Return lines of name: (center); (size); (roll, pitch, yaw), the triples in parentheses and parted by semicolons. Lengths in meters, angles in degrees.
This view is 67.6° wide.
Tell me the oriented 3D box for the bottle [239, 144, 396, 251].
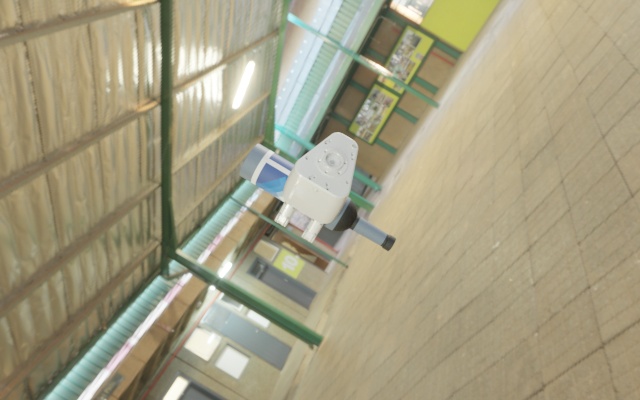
bottle: (0.000, 0.003, 0.844); (0.296, 0.069, 0.069); (31, 0, 1)
